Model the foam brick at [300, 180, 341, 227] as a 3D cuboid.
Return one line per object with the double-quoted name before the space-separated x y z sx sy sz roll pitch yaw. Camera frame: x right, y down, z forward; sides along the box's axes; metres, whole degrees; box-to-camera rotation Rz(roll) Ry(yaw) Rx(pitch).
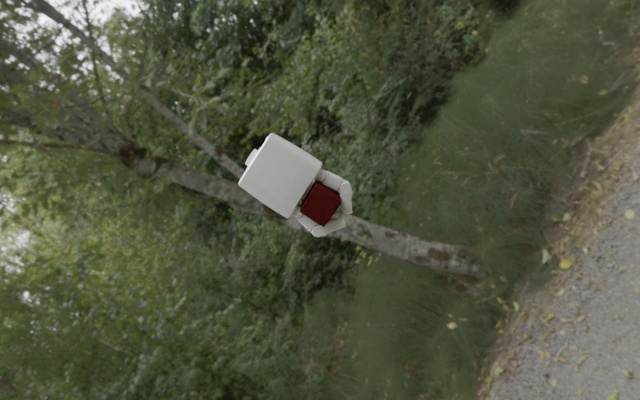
"foam brick" 0.000 0.003 0.826 0.051 0.053 0.078 33 11 -6
